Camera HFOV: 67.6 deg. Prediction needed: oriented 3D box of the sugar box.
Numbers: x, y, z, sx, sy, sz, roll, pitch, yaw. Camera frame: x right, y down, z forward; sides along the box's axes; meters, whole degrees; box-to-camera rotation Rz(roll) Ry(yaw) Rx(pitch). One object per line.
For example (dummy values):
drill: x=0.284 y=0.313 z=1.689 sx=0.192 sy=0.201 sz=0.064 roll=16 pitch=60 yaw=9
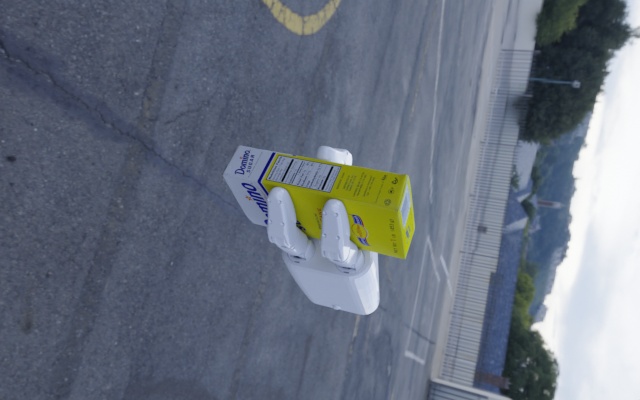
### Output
sugar box: x=0.000 y=0.002 z=0.469 sx=0.176 sy=0.048 sz=0.093 roll=9 pitch=-32 yaw=20
